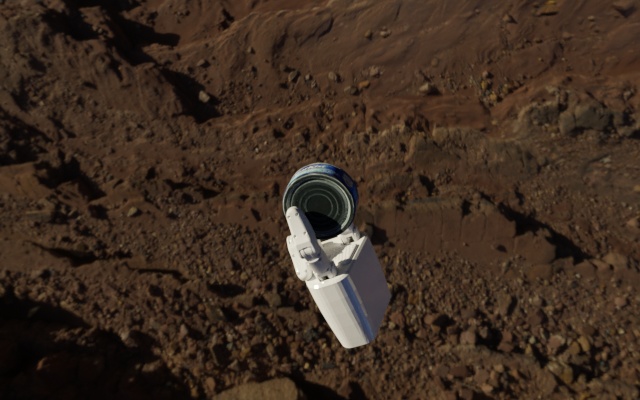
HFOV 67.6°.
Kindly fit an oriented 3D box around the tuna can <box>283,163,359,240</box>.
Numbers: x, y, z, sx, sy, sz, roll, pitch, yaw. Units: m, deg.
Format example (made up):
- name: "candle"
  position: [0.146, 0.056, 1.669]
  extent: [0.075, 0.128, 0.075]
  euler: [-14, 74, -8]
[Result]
- name: "tuna can"
  position: [0.000, 0.002, 0.553]
  extent: [0.086, 0.086, 0.033]
  euler: [0, 24, 10]
